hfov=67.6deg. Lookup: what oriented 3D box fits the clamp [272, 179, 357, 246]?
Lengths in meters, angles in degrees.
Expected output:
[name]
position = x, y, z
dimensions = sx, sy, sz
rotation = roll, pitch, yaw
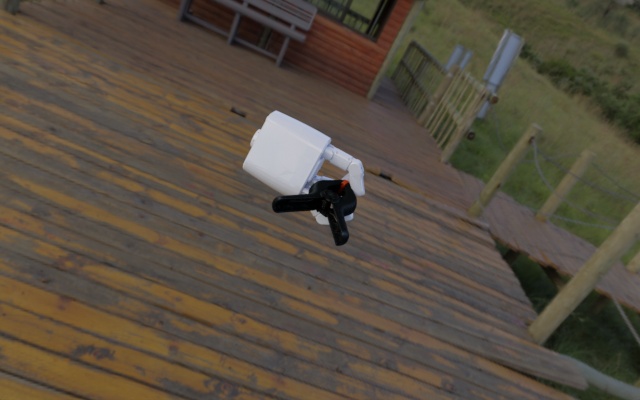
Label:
[clamp]
position = 0.000, 0.002, 0.732
dimensions = 0.120, 0.039, 0.171
rotation = 29, 25, 1
